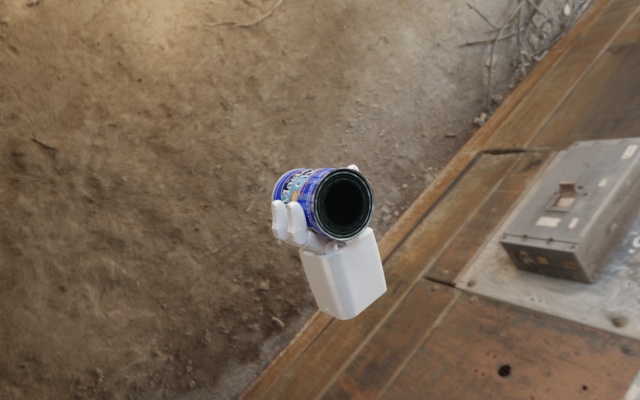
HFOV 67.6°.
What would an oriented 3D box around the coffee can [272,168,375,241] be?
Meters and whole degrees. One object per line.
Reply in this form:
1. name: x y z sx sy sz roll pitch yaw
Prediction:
1. coffee can: 0.000 0.002 0.722 0.103 0.103 0.140 0 2 -29
